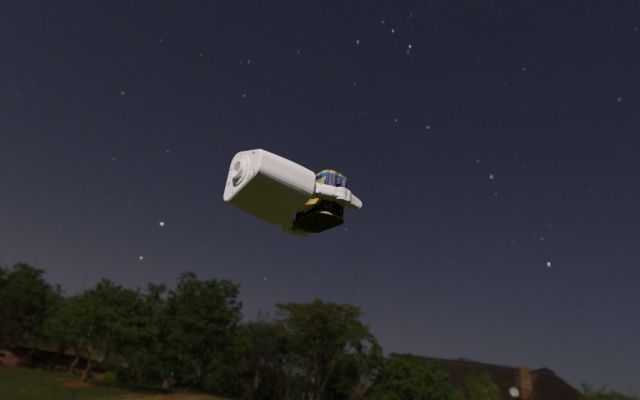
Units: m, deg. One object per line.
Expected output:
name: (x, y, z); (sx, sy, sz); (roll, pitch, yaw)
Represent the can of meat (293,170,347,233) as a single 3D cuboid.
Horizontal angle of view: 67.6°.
can of meat: (0.000, 0.002, 0.846); (0.057, 0.084, 0.102); (23, -28, -30)
